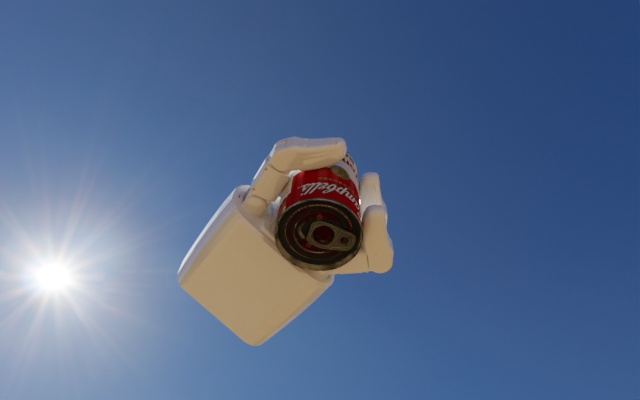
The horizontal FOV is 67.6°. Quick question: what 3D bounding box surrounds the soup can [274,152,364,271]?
[{"bbox_3d":[0.000,0.001,0.404,0.068,0.068,0.102,0,32,2],"label":"soup can"}]
